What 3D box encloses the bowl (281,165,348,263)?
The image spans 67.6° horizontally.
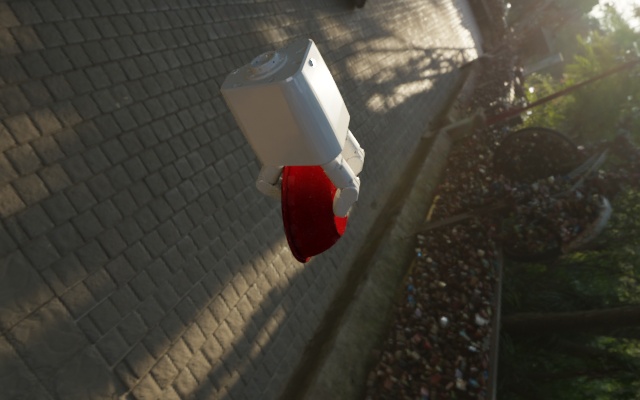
[{"bbox_3d":[0.001,0.003,0.634,0.055,0.162,0.162,-2,-1,15],"label":"bowl"}]
